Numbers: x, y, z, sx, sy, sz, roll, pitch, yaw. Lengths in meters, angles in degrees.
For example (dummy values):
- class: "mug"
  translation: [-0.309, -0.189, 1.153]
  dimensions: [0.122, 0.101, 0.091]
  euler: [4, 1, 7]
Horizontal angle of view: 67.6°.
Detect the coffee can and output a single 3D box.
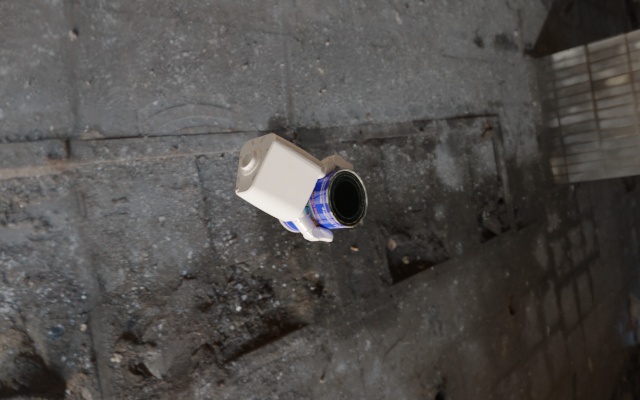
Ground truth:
- class: "coffee can"
  translation: [0.000, 0.003, 0.873]
  dimensions: [0.103, 0.103, 0.140]
  euler: [0, -6, -44]
